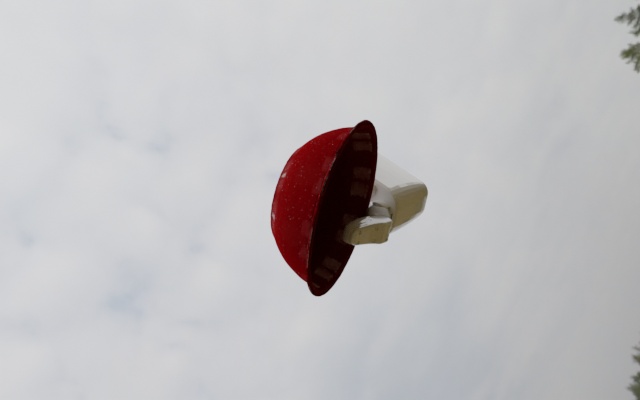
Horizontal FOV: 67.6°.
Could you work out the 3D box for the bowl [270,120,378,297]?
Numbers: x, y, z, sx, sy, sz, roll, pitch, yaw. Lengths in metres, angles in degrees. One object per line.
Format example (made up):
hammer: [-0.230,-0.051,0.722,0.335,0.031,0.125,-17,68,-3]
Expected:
bowl: [-0.001,0.001,0.431,0.055,0.162,0.162,17,5,18]
